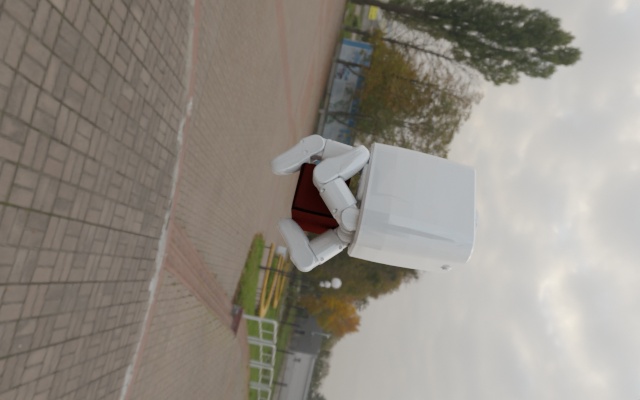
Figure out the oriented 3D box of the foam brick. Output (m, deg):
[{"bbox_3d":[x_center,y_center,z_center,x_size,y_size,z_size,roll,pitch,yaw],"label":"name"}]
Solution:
[{"bbox_3d":[0.000,0.002,0.502,0.051,0.053,0.078,12,-17,2],"label":"foam brick"}]
